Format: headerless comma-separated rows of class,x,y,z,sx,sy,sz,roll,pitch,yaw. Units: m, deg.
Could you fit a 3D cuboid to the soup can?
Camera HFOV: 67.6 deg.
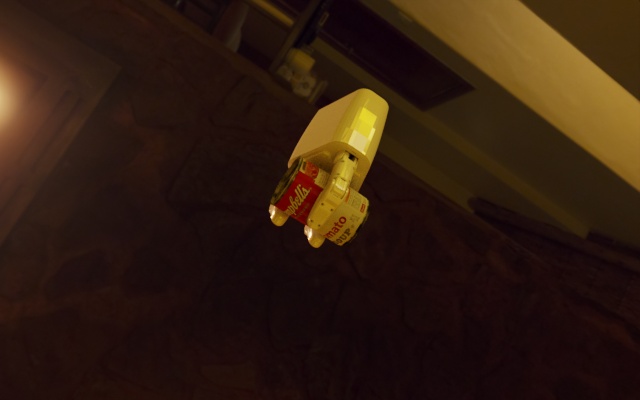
soup can,0.000,0.002,0.575,0.102,0.068,0.068,32,-8,-13
